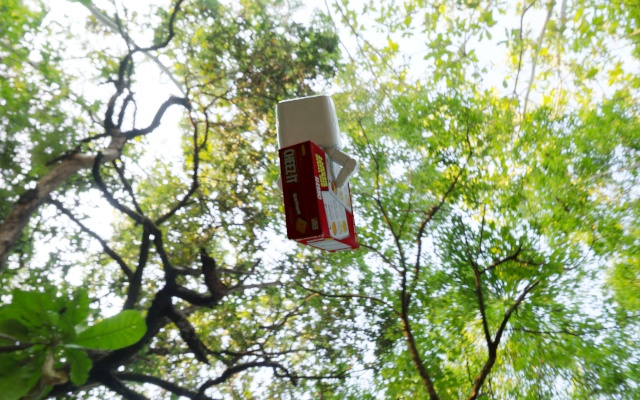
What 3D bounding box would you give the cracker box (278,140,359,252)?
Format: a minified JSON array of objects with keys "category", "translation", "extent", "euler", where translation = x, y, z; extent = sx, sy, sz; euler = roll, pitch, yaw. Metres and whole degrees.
[{"category":"cracker box","translation":[0.000,0.003,0.882],"extent":[0.072,0.164,0.214],"euler":[-13,-16,18]}]
